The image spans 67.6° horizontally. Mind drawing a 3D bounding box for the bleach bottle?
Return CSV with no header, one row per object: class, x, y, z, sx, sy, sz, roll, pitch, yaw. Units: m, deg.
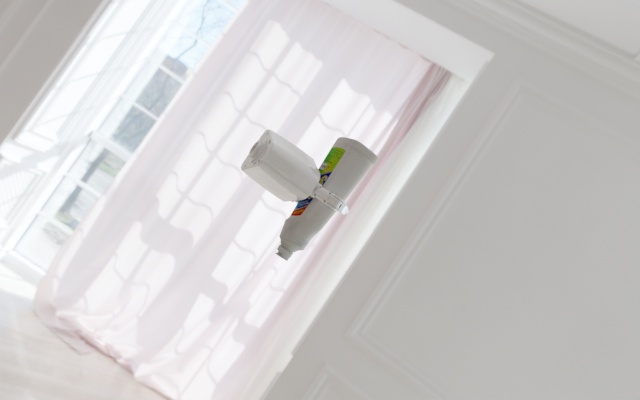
bleach bottle,0.000,0.003,0.884,0.068,0.251,0.102,35,-3,-24
